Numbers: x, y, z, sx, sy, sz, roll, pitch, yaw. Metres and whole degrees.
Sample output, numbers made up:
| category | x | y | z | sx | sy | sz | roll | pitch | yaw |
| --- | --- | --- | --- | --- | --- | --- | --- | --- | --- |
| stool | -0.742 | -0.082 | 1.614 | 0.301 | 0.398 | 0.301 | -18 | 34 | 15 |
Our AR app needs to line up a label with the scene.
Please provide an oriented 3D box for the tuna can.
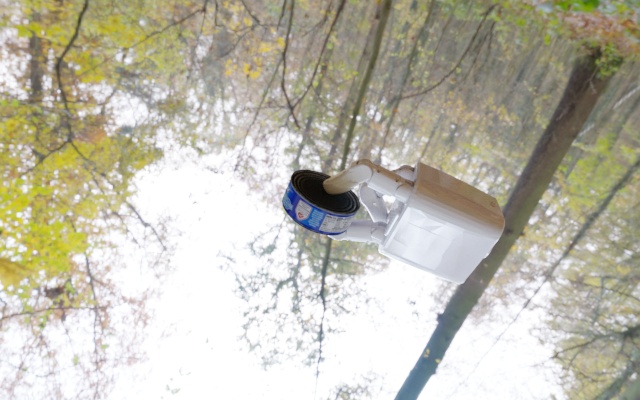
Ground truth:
| category | x | y | z | sx | sy | sz | roll | pitch | yaw |
| --- | --- | --- | --- | --- | --- | --- | --- | --- | --- |
| tuna can | 0.000 | 0.002 | 0.547 | 0.086 | 0.034 | 0.086 | 20 | 27 | -11 |
